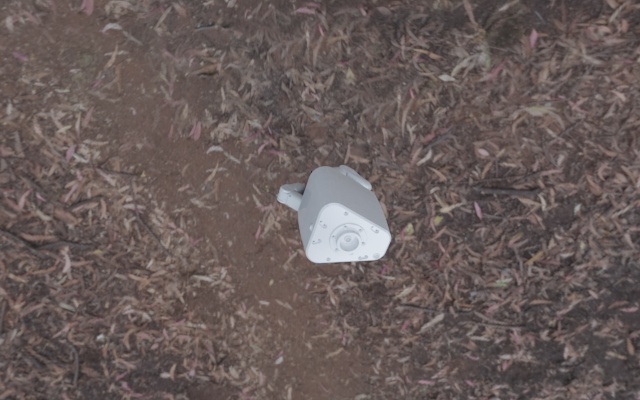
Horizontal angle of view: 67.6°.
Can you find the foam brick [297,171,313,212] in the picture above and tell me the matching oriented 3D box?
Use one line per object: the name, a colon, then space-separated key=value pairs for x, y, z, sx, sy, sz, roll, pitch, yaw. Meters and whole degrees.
foam brick: x=0.000 y=0.003 z=0.748 sx=0.053 sy=0.078 sz=0.051 roll=13 pitch=26 yaw=-14
